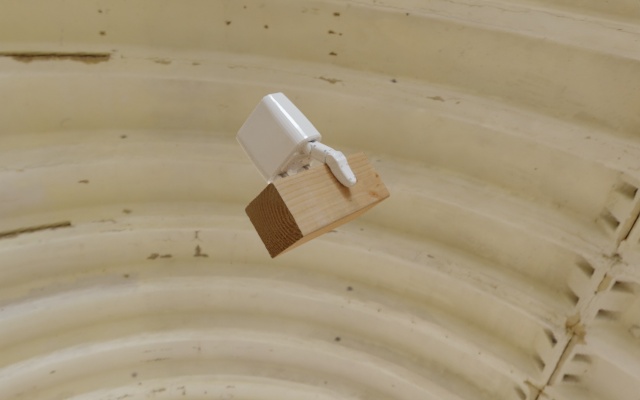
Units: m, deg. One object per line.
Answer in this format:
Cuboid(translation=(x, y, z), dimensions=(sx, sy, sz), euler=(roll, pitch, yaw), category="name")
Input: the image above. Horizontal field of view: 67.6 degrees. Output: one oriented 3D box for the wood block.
Cuboid(translation=(0.000, 0.002, 0.746), dimensions=(0.206, 0.090, 0.091), euler=(-23, -11, -43), category="wood block")
